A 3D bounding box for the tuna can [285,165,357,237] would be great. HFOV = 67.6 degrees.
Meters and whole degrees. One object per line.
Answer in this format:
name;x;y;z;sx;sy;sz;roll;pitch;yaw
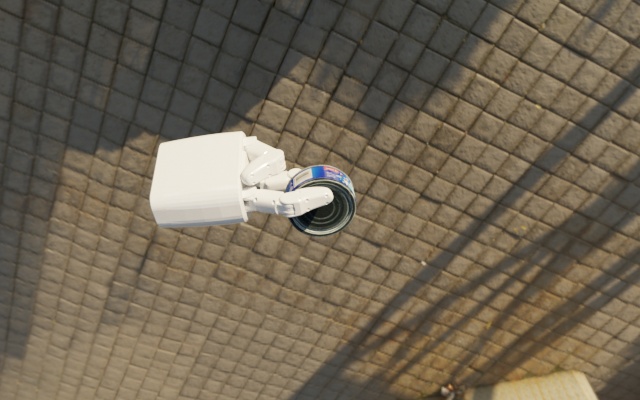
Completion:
tuna can;0.000;0.002;0.576;0.086;0.086;0.033;0;33;-5
